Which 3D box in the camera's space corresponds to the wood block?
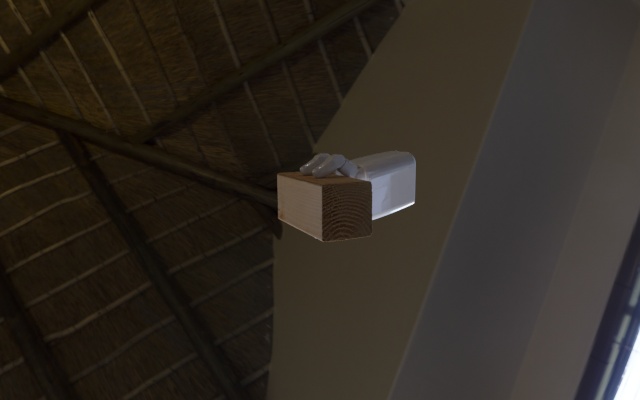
[{"bbox_3d":[0.000,0.003,0.829,0.090,0.091,0.206,-5,10,-23],"label":"wood block"}]
